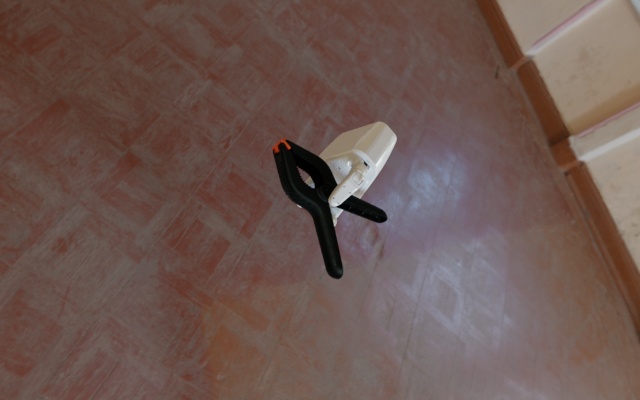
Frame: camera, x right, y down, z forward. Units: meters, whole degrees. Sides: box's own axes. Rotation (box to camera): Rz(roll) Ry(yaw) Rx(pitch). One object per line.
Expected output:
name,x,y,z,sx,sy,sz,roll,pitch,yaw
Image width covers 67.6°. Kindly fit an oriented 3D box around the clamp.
clamp,0.000,0.001,0.699,0.036,0.210,0.164,-35,13,44
